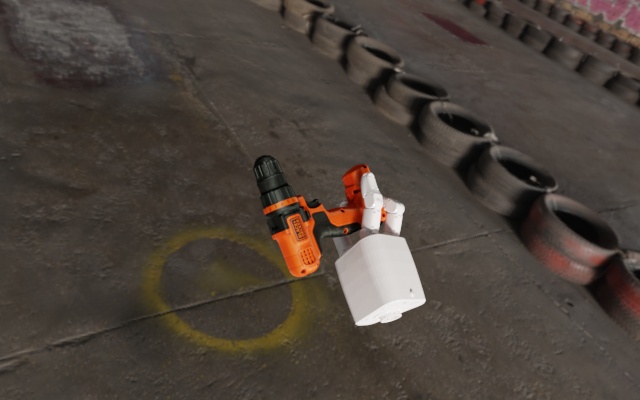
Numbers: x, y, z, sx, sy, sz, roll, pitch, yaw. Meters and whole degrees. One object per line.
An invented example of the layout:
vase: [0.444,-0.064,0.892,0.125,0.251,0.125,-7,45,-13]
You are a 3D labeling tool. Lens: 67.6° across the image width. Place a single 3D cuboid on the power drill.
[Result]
power drill: [0.001,0.003,0.731,0.187,0.184,0.057,-19,-1,-32]
